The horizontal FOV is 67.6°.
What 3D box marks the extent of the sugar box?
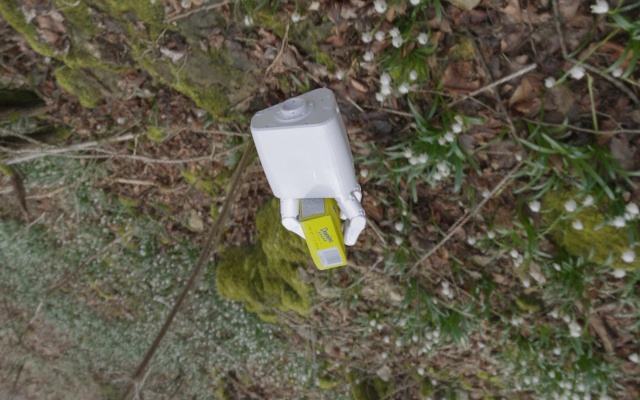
[{"bbox_3d":[0.001,0.002,0.672,0.048,0.093,0.176,-12,39,8],"label":"sugar box"}]
